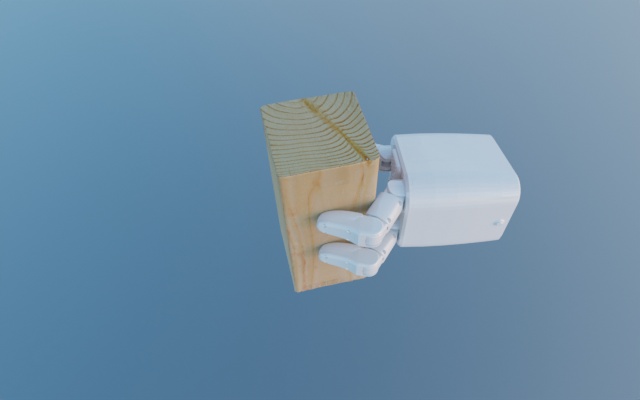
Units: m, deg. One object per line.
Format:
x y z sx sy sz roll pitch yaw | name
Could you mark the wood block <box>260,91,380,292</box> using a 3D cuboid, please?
0.000 0.001 0.494 0.090 0.090 0.206 -11 -37 -7 | wood block
